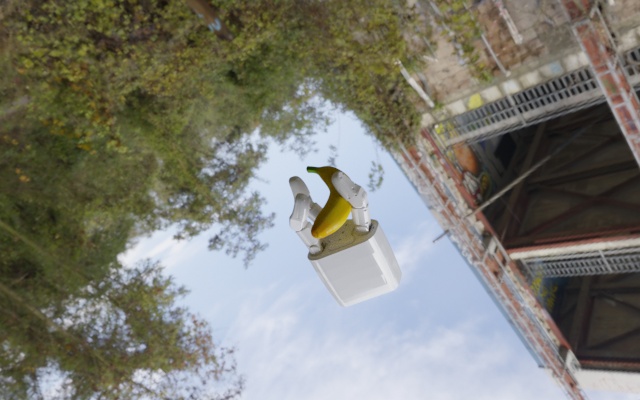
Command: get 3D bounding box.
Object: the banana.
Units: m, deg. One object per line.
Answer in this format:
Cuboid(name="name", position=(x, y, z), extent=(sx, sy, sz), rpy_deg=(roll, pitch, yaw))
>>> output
Cuboid(name="banana", position=(0.018, -0.005, 0.707), extent=(0.069, 0.037, 0.197), rpy_deg=(-16, 28, 5))
